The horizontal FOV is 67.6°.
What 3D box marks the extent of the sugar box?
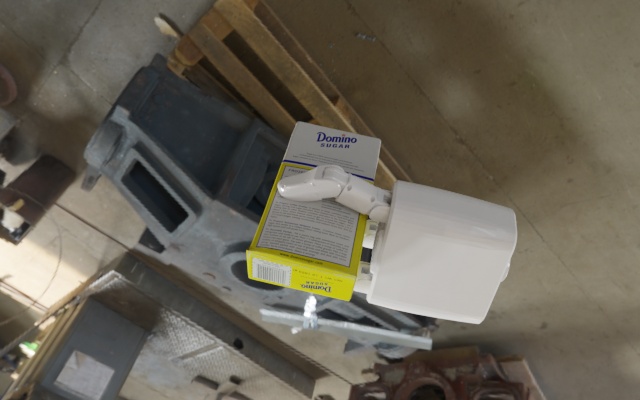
[{"bbox_3d":[0.000,0.002,0.453,0.093,0.048,0.176,13,46,4],"label":"sugar box"}]
